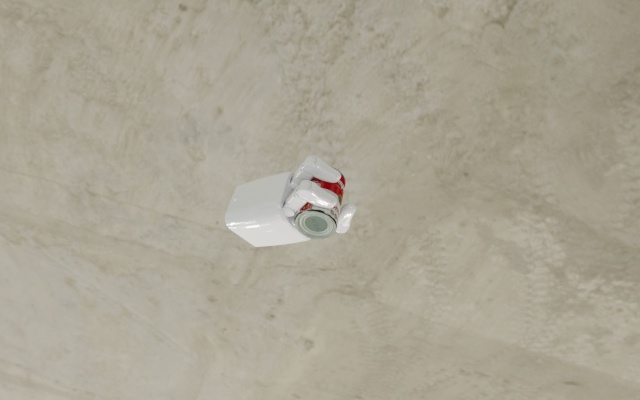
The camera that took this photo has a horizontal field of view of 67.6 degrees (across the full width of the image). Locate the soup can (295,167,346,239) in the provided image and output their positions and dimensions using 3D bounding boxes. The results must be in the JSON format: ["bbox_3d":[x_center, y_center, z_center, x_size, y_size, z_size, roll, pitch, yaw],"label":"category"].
[{"bbox_3d":[0.001,0.003,0.759,0.068,0.102,0.069,7,-44,6],"label":"soup can"}]
